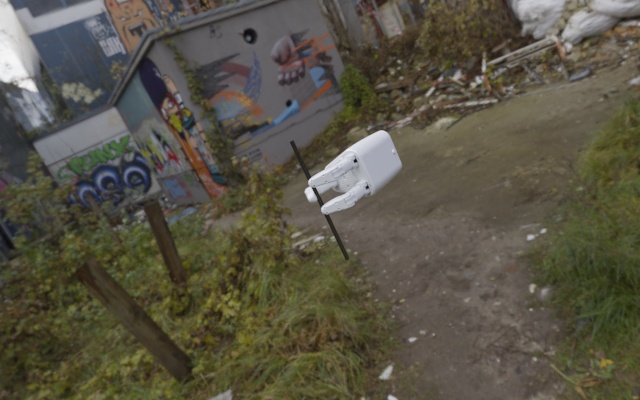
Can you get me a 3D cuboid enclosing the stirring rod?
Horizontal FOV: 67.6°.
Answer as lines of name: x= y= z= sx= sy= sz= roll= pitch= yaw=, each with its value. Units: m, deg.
stirring rod: x=0.000 y=0.003 z=0.858 sx=0.011 sy=0.239 sz=0.011 roll=-24 pitch=13 yaw=6
